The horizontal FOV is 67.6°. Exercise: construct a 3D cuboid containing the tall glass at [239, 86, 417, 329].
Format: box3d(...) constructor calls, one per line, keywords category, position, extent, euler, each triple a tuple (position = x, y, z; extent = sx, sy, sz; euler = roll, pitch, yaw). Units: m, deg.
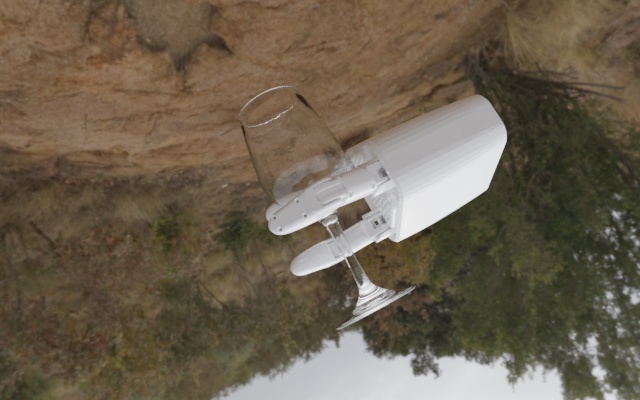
box3d(category="tall glass", position=(0.000, 0.002, 0.409), extent=(0.079, 0.201, 0.079), euler=(-27, -12, -6))
